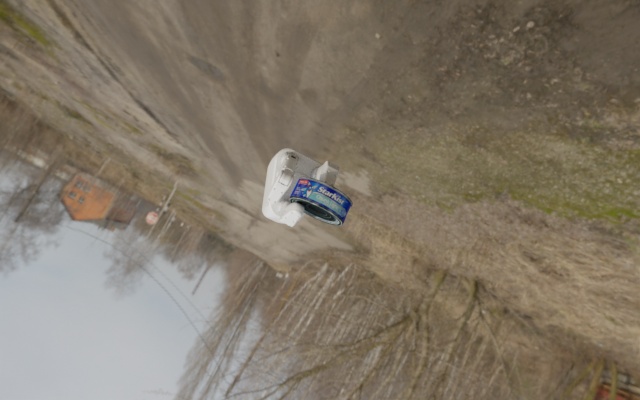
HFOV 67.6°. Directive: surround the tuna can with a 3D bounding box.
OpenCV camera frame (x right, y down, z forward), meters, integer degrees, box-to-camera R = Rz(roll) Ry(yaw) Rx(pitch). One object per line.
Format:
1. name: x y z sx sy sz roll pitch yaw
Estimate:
1. tuna can: 0.000 0.003 0.673 0.086 0.033 0.086 25 -14 7
